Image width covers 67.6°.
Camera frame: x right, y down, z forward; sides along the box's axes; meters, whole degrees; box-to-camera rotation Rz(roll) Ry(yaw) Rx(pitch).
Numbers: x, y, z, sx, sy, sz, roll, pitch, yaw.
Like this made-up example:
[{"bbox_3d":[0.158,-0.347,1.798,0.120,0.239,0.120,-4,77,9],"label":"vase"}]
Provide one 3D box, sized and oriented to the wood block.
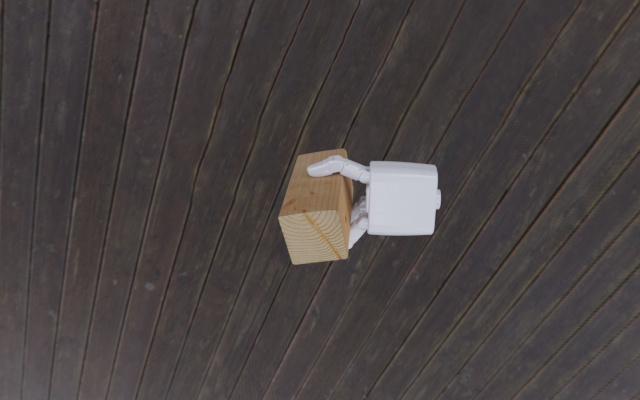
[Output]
[{"bbox_3d":[0.000,0.002,0.789,0.090,0.091,0.206,-7,29,11],"label":"wood block"}]
